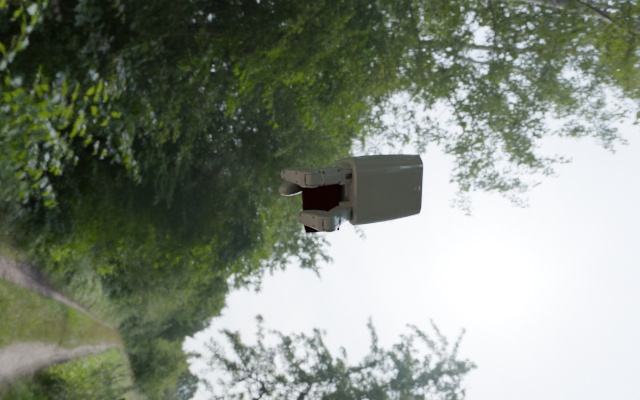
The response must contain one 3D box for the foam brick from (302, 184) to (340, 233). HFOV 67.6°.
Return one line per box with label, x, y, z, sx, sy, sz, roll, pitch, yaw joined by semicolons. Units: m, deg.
foam brick;0.000;0.003;0.694;0.051;0.078;0.053;-3;18;-5
